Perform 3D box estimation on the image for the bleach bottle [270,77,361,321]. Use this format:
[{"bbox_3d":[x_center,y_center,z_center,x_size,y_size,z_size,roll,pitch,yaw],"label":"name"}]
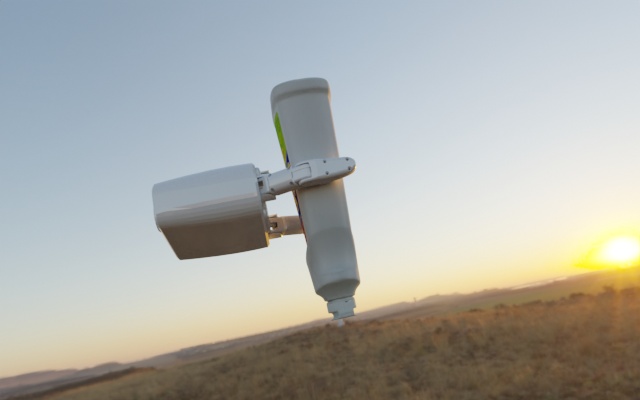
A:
[{"bbox_3d":[0.000,0.002,0.521,0.068,0.250,0.102,-10,-14,-6],"label":"bleach bottle"}]
